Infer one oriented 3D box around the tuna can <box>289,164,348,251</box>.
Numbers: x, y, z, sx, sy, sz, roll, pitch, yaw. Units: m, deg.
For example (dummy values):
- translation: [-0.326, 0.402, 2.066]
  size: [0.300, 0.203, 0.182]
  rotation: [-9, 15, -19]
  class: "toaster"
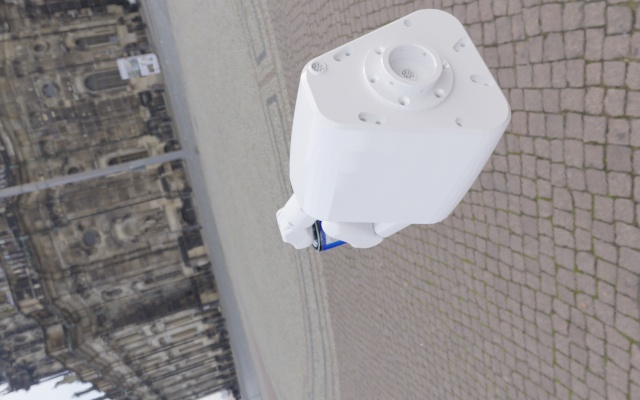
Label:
- translation: [0.000, 0.002, 0.427]
  size: [0.034, 0.086, 0.086]
  rotation: [-18, 3, -11]
  class: "tuna can"
